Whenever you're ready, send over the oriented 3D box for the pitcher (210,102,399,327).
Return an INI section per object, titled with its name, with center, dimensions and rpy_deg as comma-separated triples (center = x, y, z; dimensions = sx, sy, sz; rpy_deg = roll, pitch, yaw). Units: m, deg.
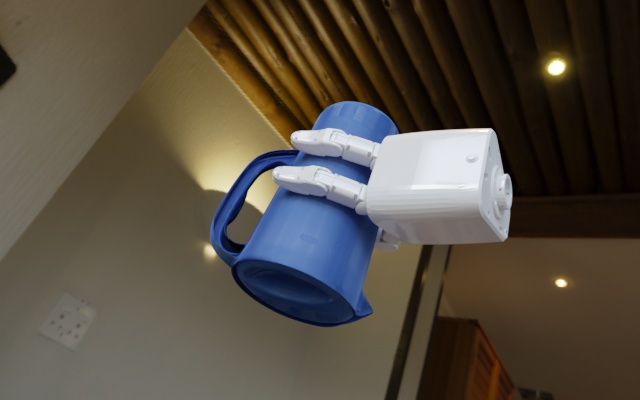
[pitcher]
center = 0.000, 0.002, 0.533
dimensions = 0.145, 0.242, 0.149
rpy_deg = -2, -40, 33
